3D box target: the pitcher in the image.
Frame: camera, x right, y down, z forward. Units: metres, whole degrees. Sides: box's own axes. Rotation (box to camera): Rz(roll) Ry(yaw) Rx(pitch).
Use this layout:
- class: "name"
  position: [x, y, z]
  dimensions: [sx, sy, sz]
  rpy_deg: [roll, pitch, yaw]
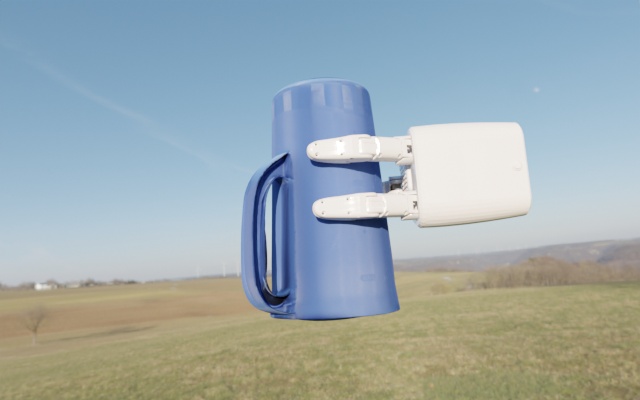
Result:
- class: "pitcher"
  position: [0.000, 0.002, 0.498]
  dimensions: [0.145, 0.243, 0.149]
  rpy_deg: [-5, -8, 4]
